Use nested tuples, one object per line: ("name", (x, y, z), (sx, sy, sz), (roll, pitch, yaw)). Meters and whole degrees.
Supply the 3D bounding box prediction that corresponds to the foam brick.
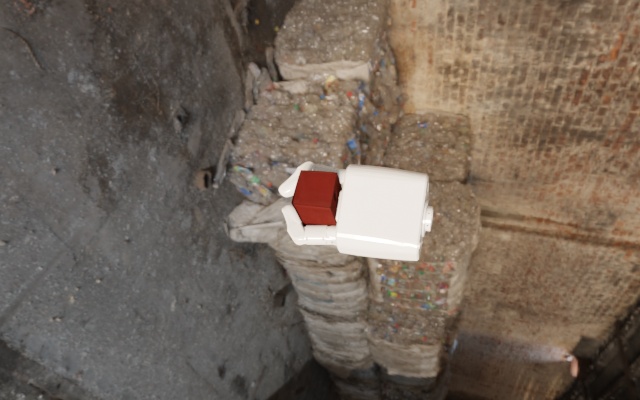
("foam brick", (0.000, 0.002, 0.632), (0.051, 0.053, 0.078), (5, -27, 16))
